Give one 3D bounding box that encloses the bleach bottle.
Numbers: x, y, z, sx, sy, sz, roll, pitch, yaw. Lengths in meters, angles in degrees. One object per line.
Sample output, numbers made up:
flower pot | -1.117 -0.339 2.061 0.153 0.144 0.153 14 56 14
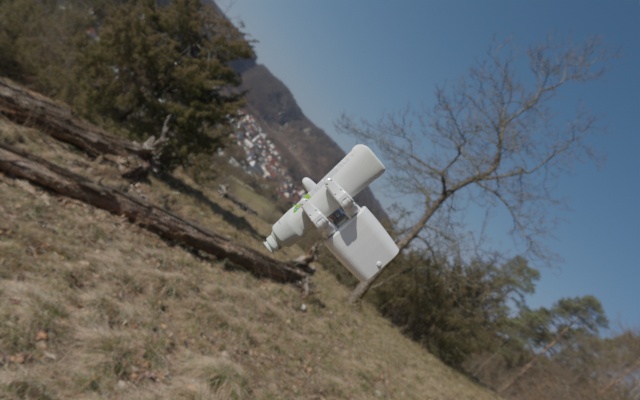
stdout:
bleach bottle | 0.000 0.003 0.871 0.251 0.068 0.102 -41 8 0
